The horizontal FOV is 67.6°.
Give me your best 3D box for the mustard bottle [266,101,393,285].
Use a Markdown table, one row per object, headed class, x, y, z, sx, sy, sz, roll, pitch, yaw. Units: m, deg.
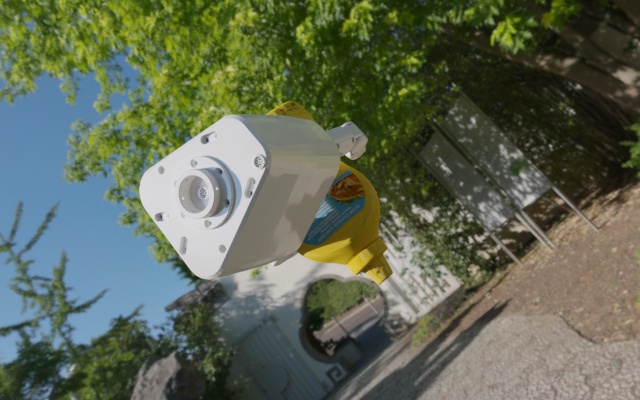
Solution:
| class | x | y | z | sx | sy | sz | roll | pitch | yaw |
| --- | --- | --- | --- | --- | --- | --- | --- | --- | --- |
| mustard bottle | 0.000 | 0.001 | 0.461 | 0.096 | 0.191 | 0.058 | -40 | -13 | -1 |
